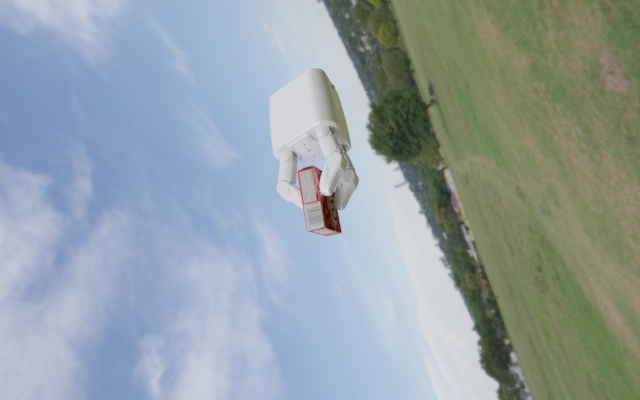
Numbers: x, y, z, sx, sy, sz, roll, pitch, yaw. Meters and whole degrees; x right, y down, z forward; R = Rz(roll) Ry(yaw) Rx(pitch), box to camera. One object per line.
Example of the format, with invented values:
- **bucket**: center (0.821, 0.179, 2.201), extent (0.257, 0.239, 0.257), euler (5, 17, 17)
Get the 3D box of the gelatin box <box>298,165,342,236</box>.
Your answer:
- **gelatin box**: center (0.000, 0.003, 0.671), extent (0.030, 0.089, 0.073), euler (-14, -14, 18)
